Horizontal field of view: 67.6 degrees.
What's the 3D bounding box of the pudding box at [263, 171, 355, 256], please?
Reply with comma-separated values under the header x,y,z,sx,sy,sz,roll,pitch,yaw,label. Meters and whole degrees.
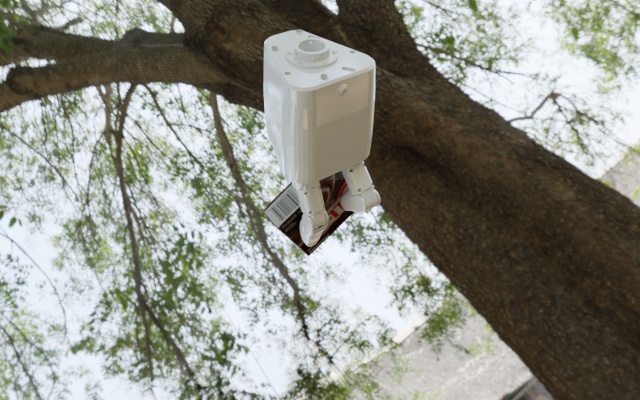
x,y,z,sx,sy,sz,roll,pitch,yaw,label
0.000,0.002,0.557,0.039,0.113,0.090,47,-2,35,pudding box
